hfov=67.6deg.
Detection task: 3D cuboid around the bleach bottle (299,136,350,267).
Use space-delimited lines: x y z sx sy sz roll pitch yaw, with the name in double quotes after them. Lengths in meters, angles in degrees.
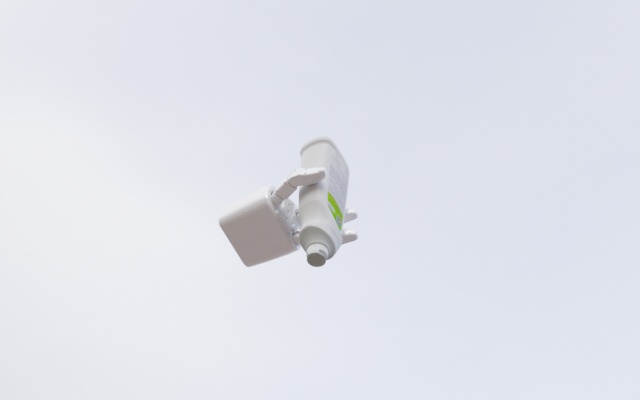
0.000 0.003 0.770 0.068 0.103 0.250 -23 32 22 "bleach bottle"
